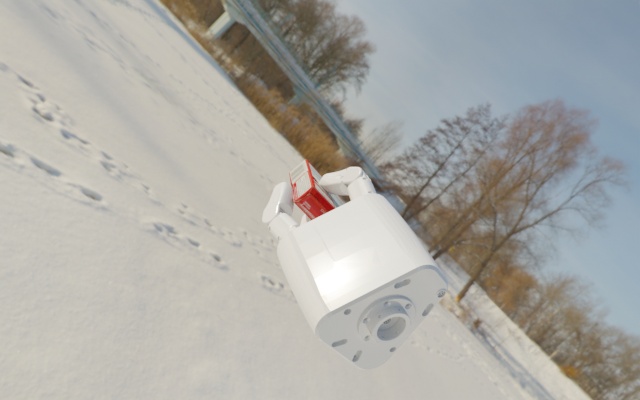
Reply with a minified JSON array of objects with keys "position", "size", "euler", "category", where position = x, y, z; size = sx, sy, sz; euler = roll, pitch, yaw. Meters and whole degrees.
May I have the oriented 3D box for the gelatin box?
[{"position":[0.000,0.001,0.534],"size":[0.030,0.073,0.089],"euler":[-39,24,10],"category":"gelatin box"}]
